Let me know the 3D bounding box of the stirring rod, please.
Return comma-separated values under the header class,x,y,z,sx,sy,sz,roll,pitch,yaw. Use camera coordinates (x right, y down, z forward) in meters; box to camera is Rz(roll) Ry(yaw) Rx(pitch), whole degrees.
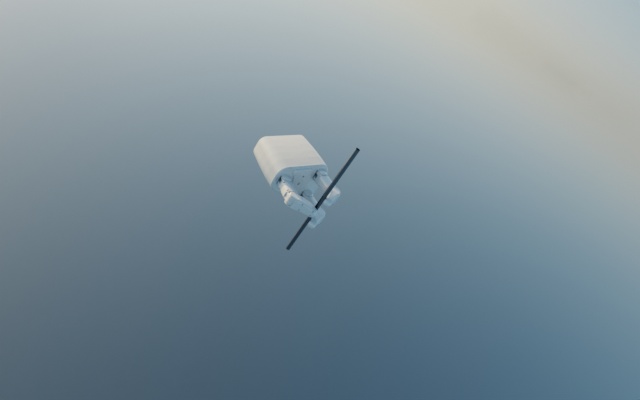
class,x,y,z,sx,sy,sz,roll,pitch,yaw
stirring rod,0.000,0.003,0.844,0.011,0.240,0.011,27,28,-16
